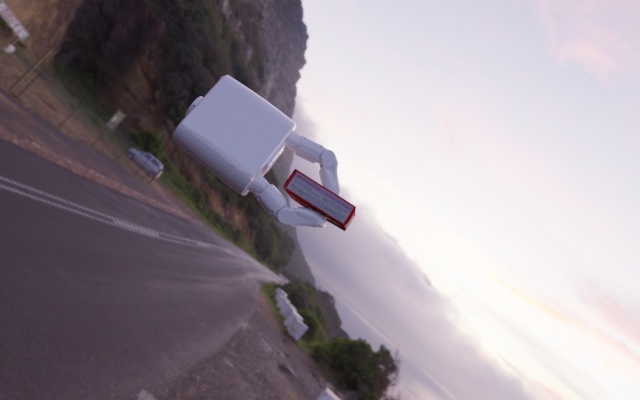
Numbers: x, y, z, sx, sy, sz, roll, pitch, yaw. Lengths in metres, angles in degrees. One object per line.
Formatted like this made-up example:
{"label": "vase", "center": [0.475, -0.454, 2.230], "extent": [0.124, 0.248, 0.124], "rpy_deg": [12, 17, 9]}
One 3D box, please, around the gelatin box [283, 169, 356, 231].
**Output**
{"label": "gelatin box", "center": [0.001, 0.002, 0.594], "extent": [0.089, 0.030, 0.073], "rpy_deg": [31, -6, 7]}
